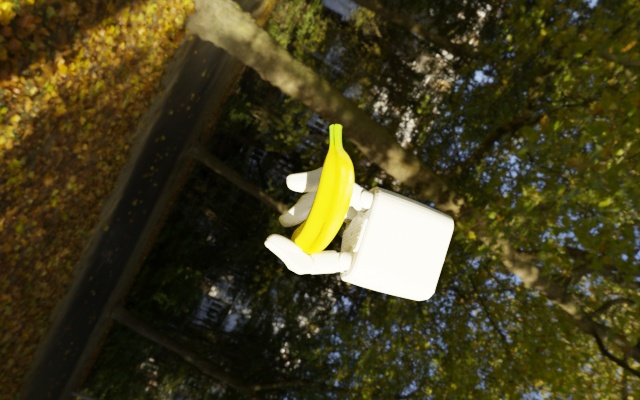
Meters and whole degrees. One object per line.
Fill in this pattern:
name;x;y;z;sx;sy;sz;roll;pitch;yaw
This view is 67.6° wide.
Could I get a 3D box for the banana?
banana;0.001;0.013;0.518;0.037;0.069;0.198;11;-43;-12
